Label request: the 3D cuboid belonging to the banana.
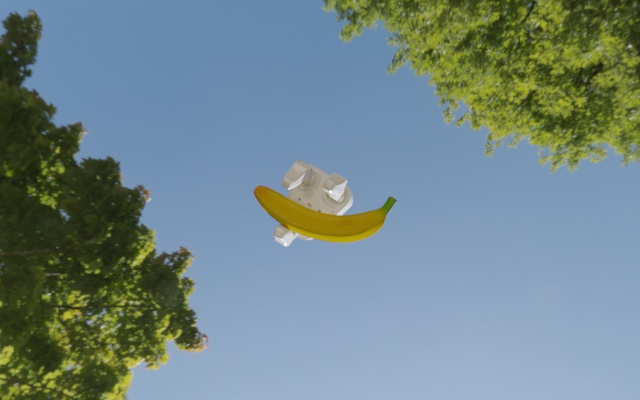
[{"bbox_3d":[0.002,0.021,0.653,0.198,0.069,0.037,5,1,11],"label":"banana"}]
